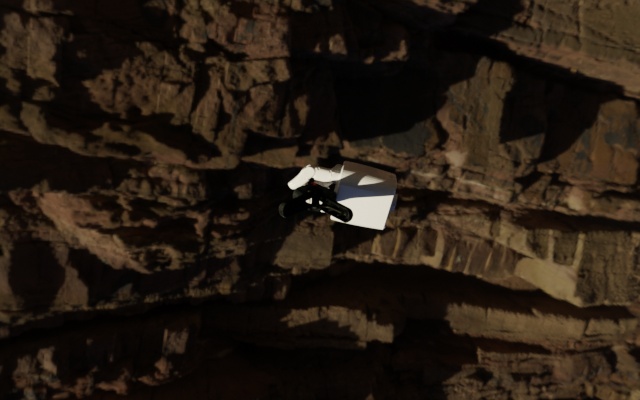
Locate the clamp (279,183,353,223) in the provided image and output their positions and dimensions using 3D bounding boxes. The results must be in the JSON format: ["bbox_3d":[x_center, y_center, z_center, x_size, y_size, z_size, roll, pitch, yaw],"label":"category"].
[{"bbox_3d":[0.000,0.003,0.839,0.120,0.039,0.171,13,18,3],"label":"clamp"}]
